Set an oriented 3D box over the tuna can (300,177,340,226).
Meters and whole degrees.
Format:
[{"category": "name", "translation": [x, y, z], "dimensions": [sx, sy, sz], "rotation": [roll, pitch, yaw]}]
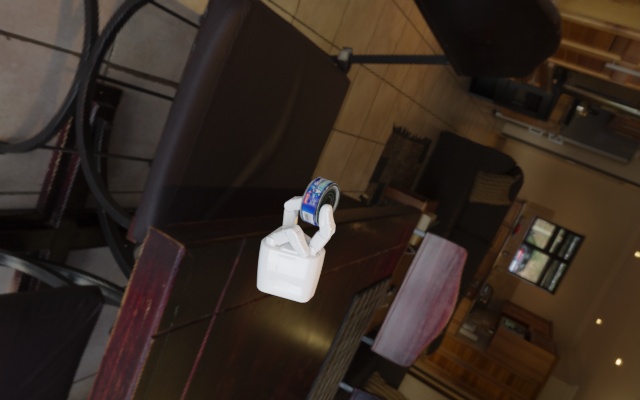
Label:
[{"category": "tuna can", "translation": [0.001, 0.003, 0.858], "dimensions": [0.033, 0.086, 0.086], "rotation": [22, 9, 24]}]
